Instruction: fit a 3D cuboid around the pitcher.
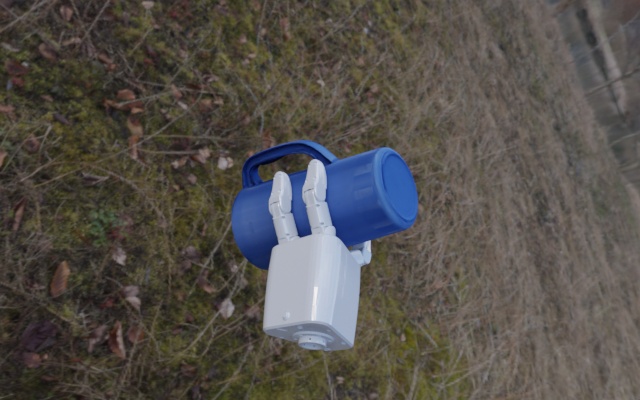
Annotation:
[{"bbox_3d":[0.000,0.002,0.658,0.243,0.145,0.149,-17,-38,34],"label":"pitcher"}]
